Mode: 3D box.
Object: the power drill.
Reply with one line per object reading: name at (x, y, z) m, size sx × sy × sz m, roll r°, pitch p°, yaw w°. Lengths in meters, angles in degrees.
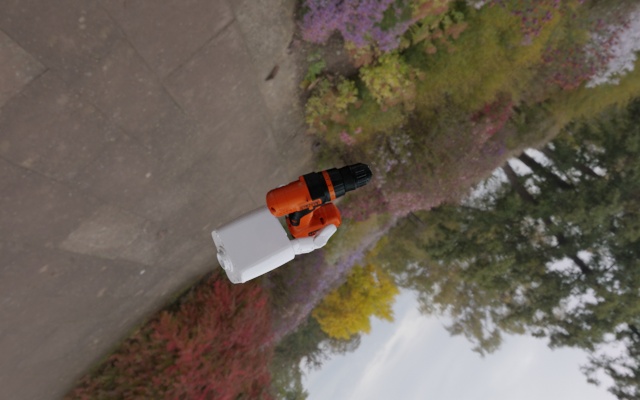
power drill at (0.000, 0.003, 0.860) m, size 0.184 × 0.057 × 0.188 m, roll -17°, pitch -22°, yaw -5°
